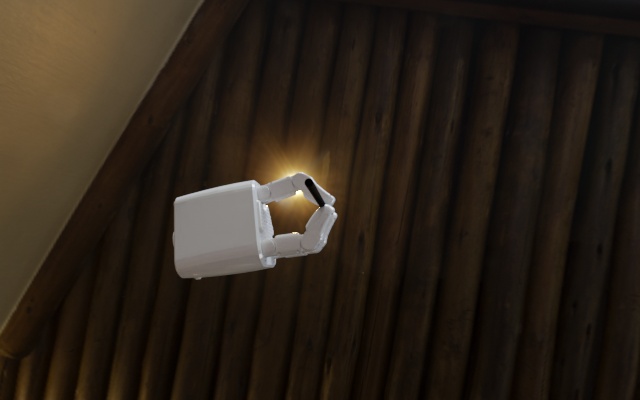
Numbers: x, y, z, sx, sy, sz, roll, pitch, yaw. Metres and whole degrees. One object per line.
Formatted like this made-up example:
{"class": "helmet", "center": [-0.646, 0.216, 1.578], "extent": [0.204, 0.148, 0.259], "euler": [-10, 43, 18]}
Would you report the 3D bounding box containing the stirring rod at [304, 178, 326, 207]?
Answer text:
{"class": "stirring rod", "center": [0.000, 0.002, 0.550], "extent": [0.011, 0.011, 0.239], "euler": [0, -9, 5]}
